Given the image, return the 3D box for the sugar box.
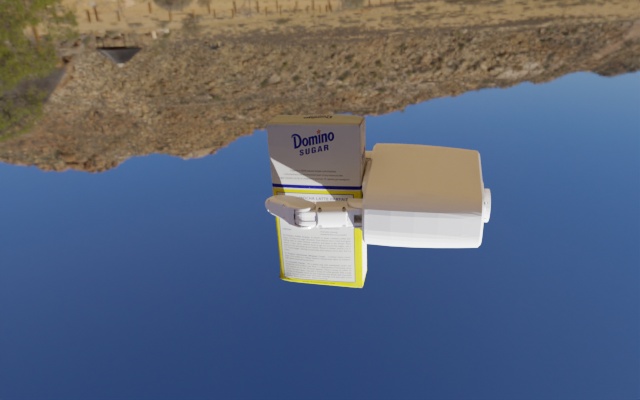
[{"bbox_3d":[0.000,0.002,0.493,0.093,0.176,0.048,3,21,12],"label":"sugar box"}]
